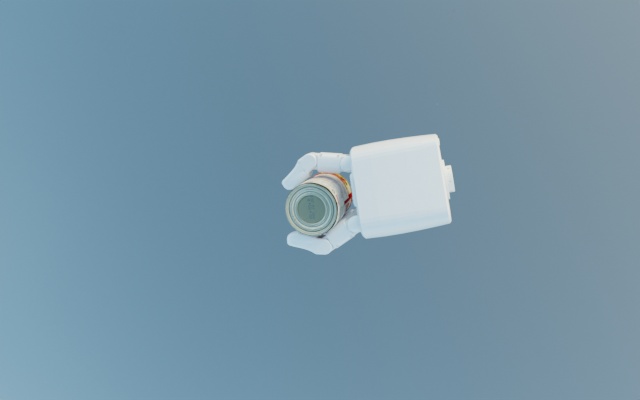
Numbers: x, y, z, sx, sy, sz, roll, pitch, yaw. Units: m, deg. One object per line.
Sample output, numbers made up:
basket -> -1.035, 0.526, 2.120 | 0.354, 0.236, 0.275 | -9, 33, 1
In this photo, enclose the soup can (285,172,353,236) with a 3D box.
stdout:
soup can -> 0.000, 0.002, 0.618 | 0.068, 0.068, 0.102 | 0, 11, 14
